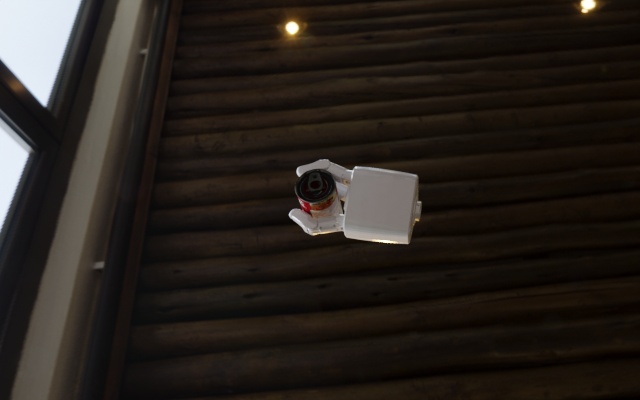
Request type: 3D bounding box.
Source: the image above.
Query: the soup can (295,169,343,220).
[{"bbox_3d":[0.000,0.003,0.816,0.068,0.068,0.102,0,-33,12],"label":"soup can"}]
